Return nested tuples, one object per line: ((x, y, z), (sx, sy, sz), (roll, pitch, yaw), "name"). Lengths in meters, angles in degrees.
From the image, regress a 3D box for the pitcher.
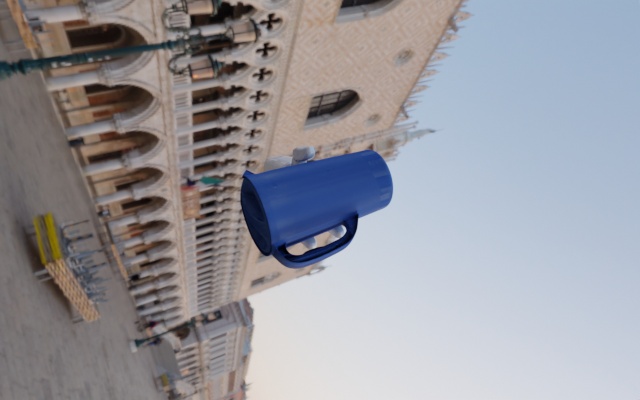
((0.000, 0.003, 0.791), (0.243, 0.149, 0.145), (-17, 17, -22), "pitcher")
